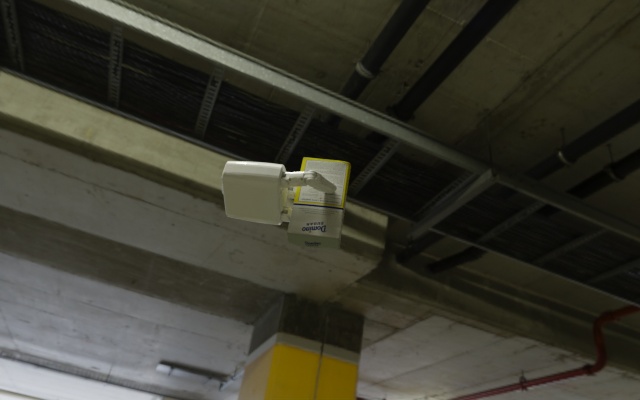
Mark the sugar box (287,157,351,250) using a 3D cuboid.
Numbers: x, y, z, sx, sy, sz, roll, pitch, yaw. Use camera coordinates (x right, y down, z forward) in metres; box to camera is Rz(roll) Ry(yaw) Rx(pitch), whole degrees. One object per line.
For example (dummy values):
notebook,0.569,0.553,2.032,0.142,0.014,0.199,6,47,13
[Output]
sugar box,0.000,0.003,0.870,0.093,0.176,0.048,6,-34,6
